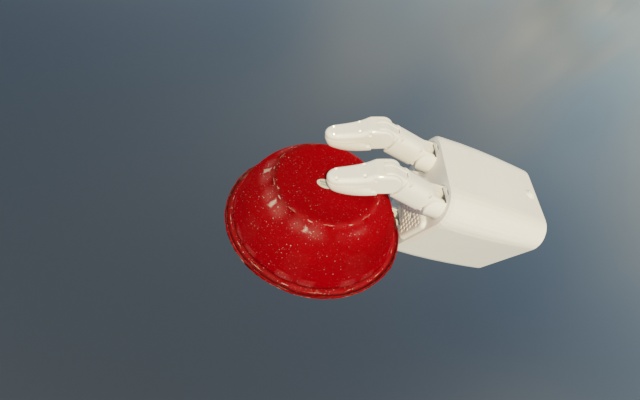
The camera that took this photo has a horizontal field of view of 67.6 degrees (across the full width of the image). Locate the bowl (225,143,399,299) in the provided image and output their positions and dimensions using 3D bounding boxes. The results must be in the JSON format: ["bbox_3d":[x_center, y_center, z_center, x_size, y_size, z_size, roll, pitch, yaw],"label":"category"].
[{"bbox_3d":[-0.001,0.001,0.416,0.162,0.162,0.055,0,-39,-16],"label":"bowl"}]
